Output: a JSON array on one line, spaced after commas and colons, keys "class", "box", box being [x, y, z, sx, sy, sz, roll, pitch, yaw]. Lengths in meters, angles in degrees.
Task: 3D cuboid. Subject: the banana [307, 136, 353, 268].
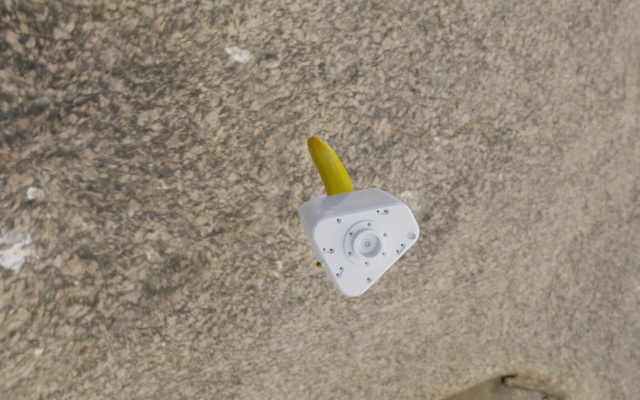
[{"class": "banana", "box": [0.018, 0.005, 0.685, 0.069, 0.198, 0.037, 0, 9, 17]}]
